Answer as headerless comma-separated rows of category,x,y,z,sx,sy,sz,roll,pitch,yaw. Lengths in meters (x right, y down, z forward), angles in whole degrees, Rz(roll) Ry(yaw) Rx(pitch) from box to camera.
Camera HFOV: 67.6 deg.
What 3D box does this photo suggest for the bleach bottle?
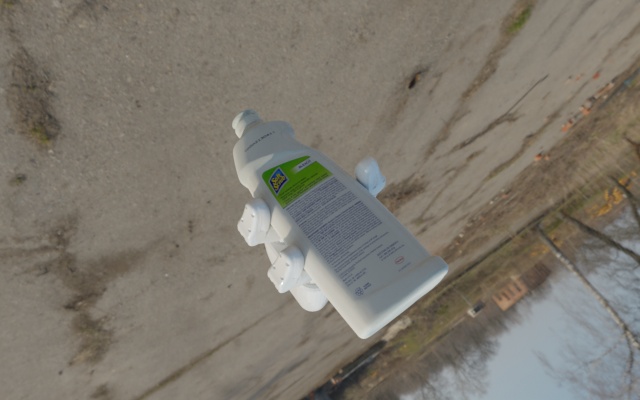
bleach bottle,0.000,0.002,0.460,0.102,0.250,0.068,-33,-21,-15
